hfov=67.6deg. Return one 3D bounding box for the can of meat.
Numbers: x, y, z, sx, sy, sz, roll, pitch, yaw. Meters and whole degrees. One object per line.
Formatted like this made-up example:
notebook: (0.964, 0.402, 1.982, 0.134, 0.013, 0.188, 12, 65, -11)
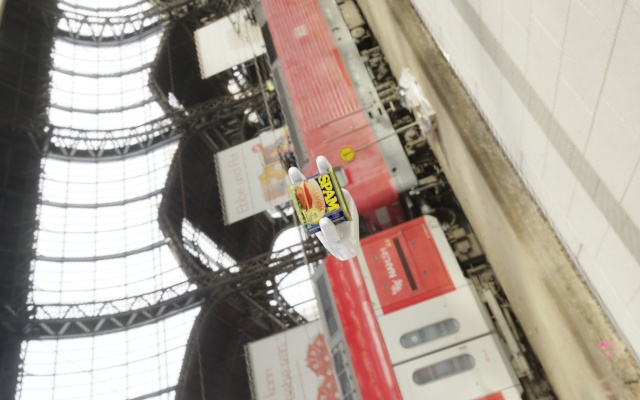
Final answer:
can of meat: (0.000, 0.003, 0.848, 0.084, 0.102, 0.057, -21, -23, 7)
